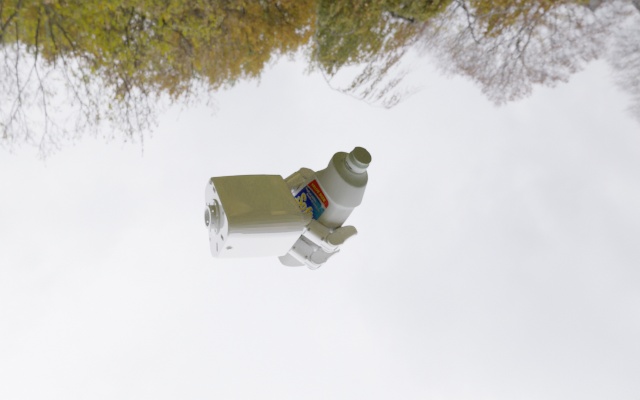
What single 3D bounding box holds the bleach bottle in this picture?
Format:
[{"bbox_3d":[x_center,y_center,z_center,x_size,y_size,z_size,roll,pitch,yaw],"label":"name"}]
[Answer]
[{"bbox_3d":[0.000,0.002,0.701,0.068,0.102,0.251,-1,-32,-29],"label":"bleach bottle"}]
